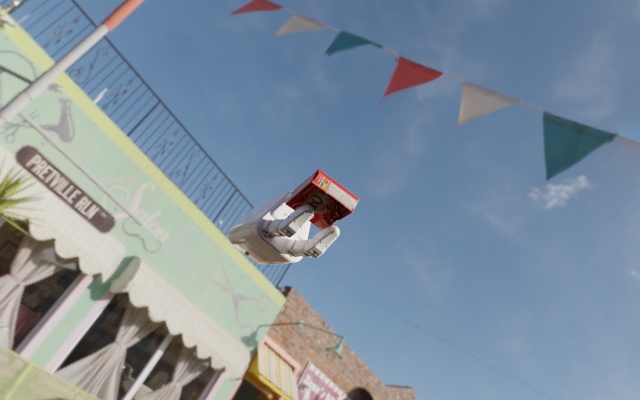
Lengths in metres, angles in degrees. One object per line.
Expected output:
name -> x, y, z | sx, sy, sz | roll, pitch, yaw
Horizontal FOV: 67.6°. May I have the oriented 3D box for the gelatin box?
gelatin box -> 0.000, 0.002, 0.691 | 0.073, 0.030, 0.089 | 36, -35, -12
